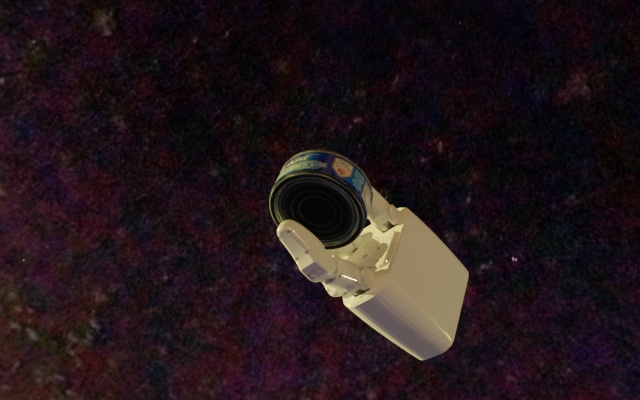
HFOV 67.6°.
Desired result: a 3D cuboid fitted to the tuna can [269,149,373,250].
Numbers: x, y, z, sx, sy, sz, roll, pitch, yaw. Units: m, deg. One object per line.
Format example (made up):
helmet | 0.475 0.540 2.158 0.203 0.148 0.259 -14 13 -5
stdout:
tuna can | 0.000 0.002 0.410 0.086 0.086 0.033 0 37 18
